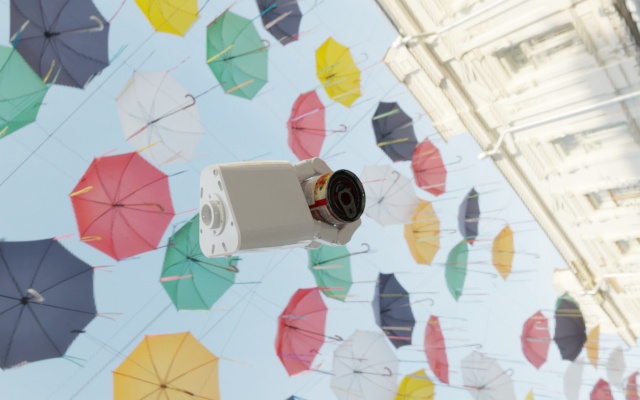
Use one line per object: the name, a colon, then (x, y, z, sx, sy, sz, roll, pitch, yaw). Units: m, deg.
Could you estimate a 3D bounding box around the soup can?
soup can: (0.000, 0.002, 0.630, 0.068, 0.068, 0.102, 0, -9, -41)
